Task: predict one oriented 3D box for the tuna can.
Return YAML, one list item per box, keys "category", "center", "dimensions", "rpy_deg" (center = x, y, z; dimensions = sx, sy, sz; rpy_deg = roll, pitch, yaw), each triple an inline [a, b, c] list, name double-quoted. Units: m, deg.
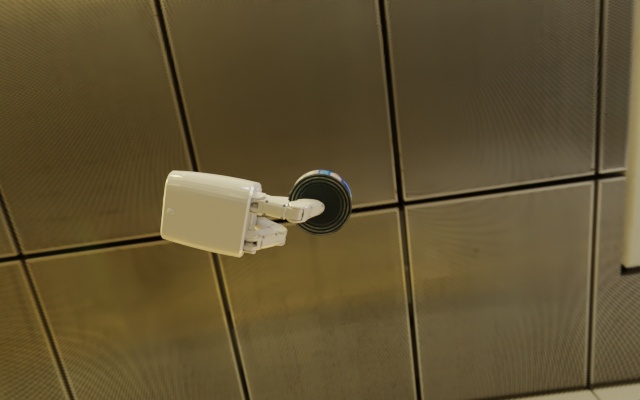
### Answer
- category: "tuna can"
  center: [0.000, 0.002, 0.648]
  dimensions: [0.086, 0.086, 0.033]
  rpy_deg: [0, 16, 4]
